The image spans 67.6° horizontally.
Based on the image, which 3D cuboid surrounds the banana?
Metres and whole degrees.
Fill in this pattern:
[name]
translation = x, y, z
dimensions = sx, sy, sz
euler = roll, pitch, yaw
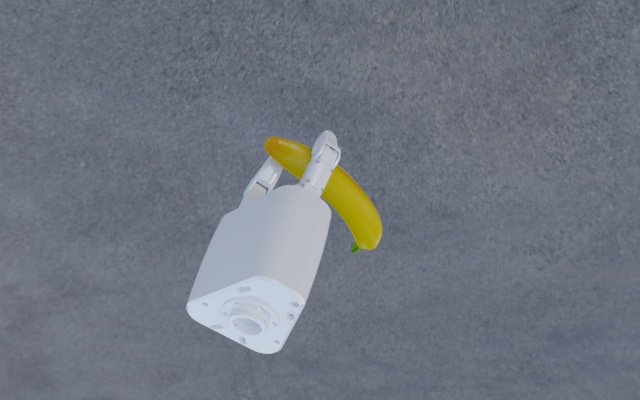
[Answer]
[banana]
translation = 0.017, 0.000, 0.524
dimensions = 0.069, 0.037, 0.198
euler = -16, -51, 30
